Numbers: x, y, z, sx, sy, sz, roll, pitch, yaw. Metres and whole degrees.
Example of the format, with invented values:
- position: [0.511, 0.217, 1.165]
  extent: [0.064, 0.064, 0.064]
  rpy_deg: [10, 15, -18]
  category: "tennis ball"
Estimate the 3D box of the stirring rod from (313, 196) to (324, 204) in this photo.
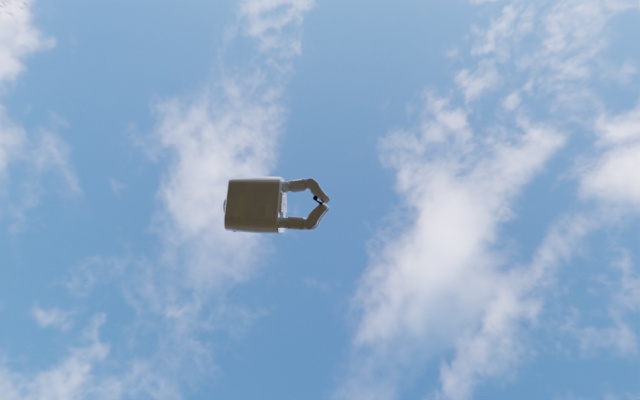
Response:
- position: [0.000, 0.003, 0.884]
  extent: [0.011, 0.011, 0.239]
  rpy_deg: [0, -3, 4]
  category: "stirring rod"
